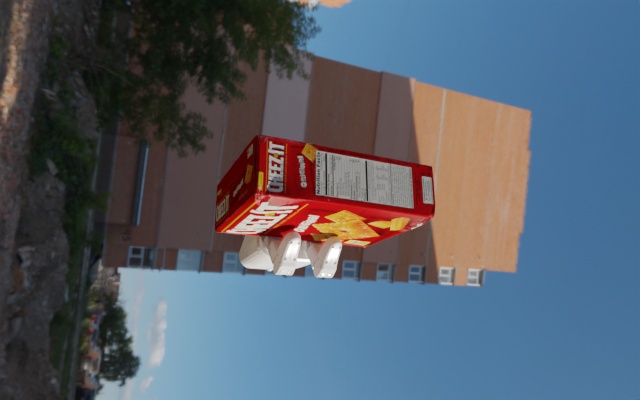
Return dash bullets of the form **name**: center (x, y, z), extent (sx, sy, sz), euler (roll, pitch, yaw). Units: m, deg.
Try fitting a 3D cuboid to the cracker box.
- **cracker box**: center (0.000, 0.002, 0.564), extent (0.214, 0.072, 0.164), euler (7, -20, -24)
